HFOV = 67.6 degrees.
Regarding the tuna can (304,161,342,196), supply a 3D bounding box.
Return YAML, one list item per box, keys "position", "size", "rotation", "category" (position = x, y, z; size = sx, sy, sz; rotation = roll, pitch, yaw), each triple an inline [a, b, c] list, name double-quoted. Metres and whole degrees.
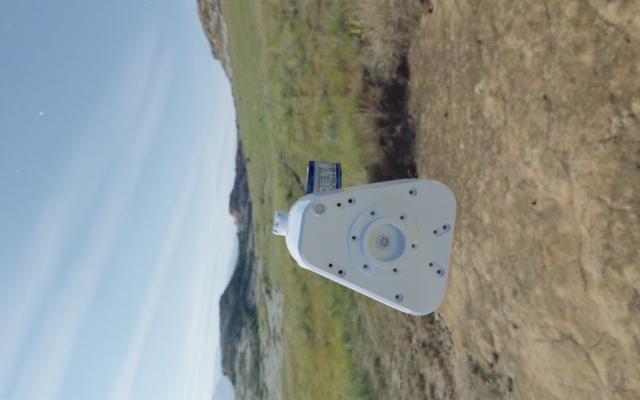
- position: [-0.001, 0.002, 0.499]
  size: [0.034, 0.086, 0.086]
  rotation: [5, 0, -4]
  category: "tuna can"
